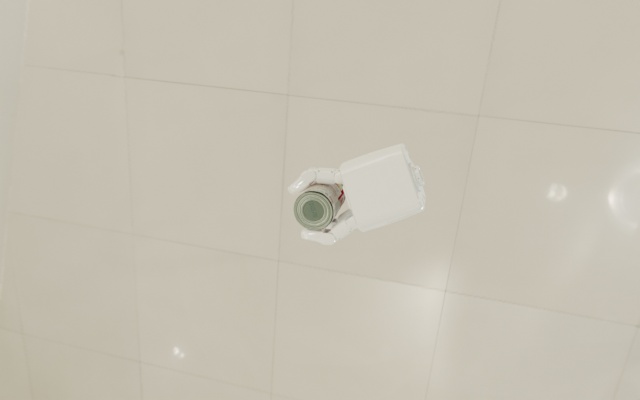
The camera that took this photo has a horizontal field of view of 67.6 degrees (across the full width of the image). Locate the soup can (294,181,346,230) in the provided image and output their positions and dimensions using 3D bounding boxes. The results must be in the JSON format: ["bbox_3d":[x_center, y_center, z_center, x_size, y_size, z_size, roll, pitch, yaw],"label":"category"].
[{"bbox_3d":[0.000,0.003,0.804,0.068,0.068,0.102,0,17,14],"label":"soup can"}]
